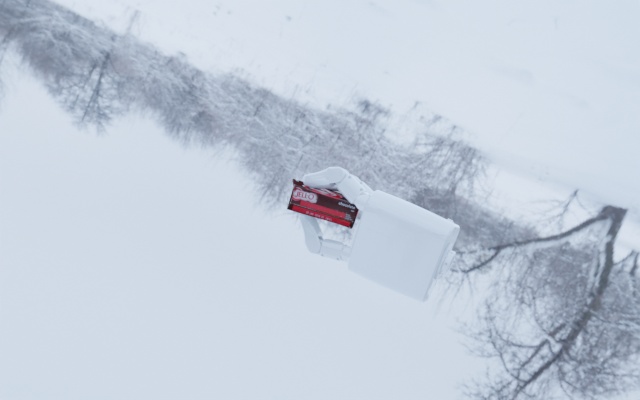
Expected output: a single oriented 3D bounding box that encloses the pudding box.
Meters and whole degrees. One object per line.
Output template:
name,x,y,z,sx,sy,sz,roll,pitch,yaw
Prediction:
pudding box,0.000,0.002,0.654,0.090,0.039,0.113,18,3,-6
